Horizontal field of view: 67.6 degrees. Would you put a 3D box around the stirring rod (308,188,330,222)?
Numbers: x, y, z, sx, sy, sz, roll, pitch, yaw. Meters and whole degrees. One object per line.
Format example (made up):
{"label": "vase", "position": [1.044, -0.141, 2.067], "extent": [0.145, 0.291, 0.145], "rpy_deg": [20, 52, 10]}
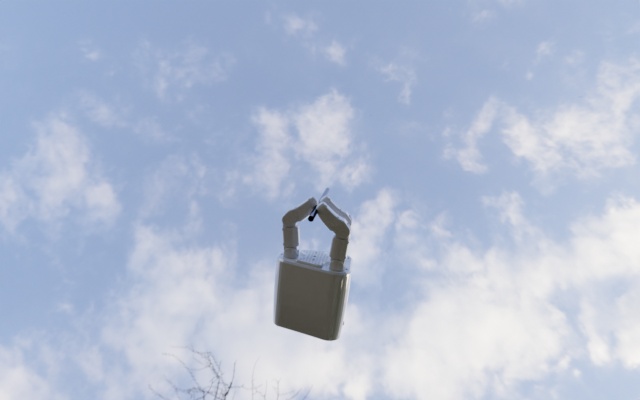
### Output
{"label": "stirring rod", "position": [0.000, 0.002, 0.728], "extent": [0.011, 0.011, 0.239], "rpy_deg": [0, 10, 6]}
